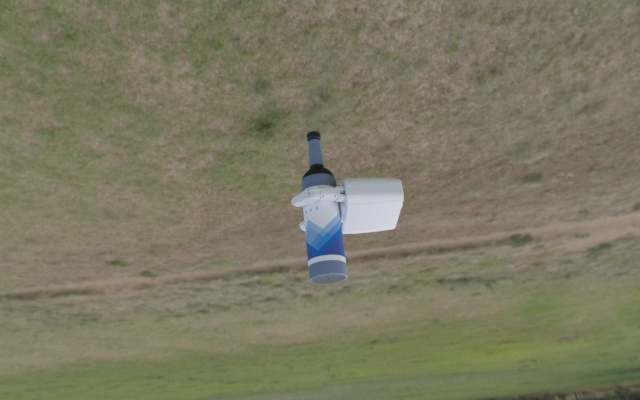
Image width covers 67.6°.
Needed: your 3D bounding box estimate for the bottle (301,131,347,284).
[{"bbox_3d":[0.000,0.003,0.889,0.069,0.295,0.069,-5,-24,-2],"label":"bottle"}]
